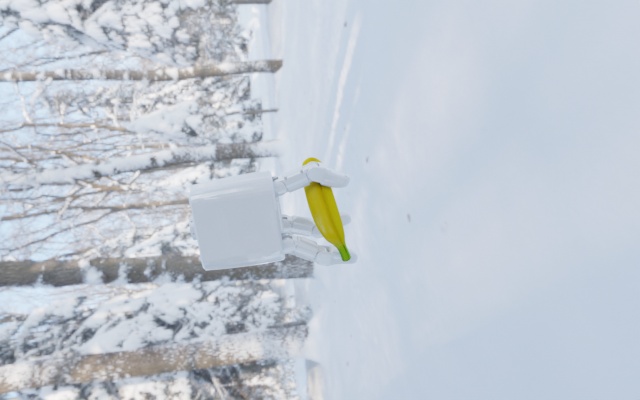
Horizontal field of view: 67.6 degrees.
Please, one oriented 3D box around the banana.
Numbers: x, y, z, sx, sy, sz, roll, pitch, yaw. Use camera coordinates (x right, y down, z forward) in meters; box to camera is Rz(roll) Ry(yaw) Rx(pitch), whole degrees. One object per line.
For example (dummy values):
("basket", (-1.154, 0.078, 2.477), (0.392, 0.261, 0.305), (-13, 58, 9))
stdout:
("banana", (-0.002, -0.008, 0.659), (0.037, 0.197, 0.070), (-15, -43, -2))
